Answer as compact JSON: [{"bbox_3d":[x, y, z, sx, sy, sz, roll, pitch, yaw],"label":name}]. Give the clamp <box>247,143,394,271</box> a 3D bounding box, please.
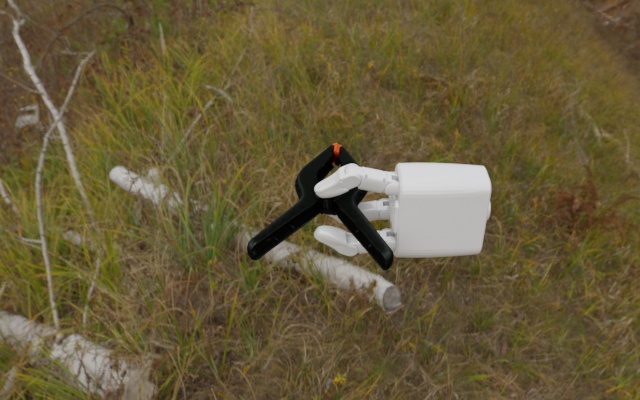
[{"bbox_3d":[0.000,0.001,0.596,0.164,0.036,0.209,0,43,2],"label":"clamp"}]
